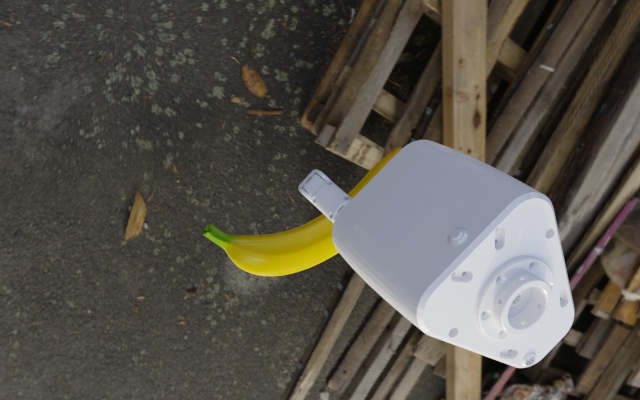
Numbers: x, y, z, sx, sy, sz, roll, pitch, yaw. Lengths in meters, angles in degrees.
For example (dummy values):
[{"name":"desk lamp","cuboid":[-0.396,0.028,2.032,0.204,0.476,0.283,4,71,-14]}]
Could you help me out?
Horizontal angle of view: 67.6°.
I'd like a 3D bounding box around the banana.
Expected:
[{"name":"banana","cuboid":[0.002,0.019,0.424,0.198,0.070,0.037,-23,26,-12]}]
